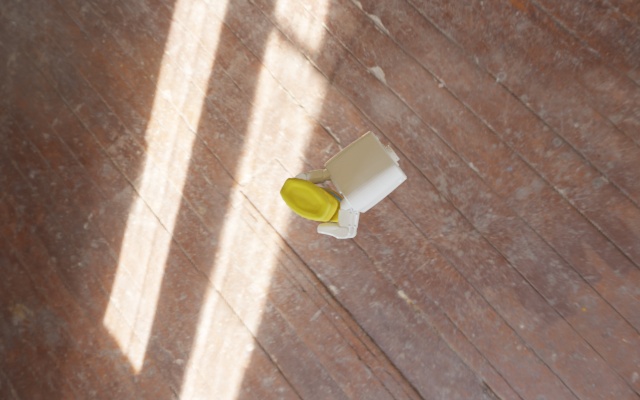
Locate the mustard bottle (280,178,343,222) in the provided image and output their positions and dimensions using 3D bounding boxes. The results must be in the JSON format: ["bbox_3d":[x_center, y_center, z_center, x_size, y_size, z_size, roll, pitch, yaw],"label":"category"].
[{"bbox_3d":[0.000,0.003,0.882,0.096,0.058,0.191,30,5,16],"label":"mustard bottle"}]
